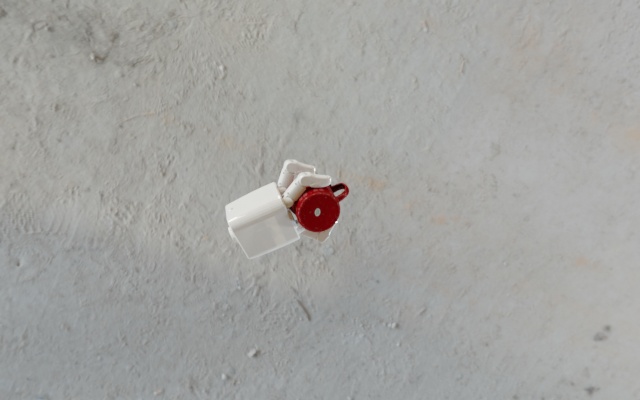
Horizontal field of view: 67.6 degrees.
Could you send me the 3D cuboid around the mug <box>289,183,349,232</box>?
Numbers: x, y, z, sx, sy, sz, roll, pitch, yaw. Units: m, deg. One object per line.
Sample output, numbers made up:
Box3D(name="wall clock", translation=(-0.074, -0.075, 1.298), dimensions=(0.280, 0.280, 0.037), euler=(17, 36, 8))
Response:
Box3D(name="mug", translation=(0.002, 0.002, 0.892), dimensions=(0.117, 0.093, 0.081), euler=(-25, 25, -3))
